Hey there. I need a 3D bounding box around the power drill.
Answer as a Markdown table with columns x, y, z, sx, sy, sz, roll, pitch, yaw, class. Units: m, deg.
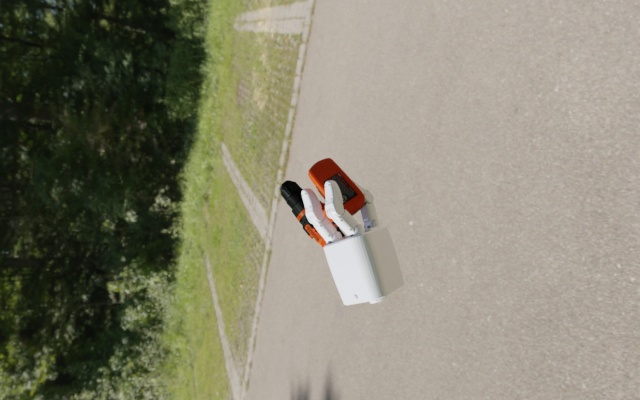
| x | y | z | sx | sy | sz | roll | pitch | yaw | class |
| --- | --- | --- | --- | --- | --- | --- | --- | --- | --- |
| 0.000 | 0.003 | 0.863 | 0.057 | 0.184 | 0.188 | -37 | -14 | -24 | power drill |
